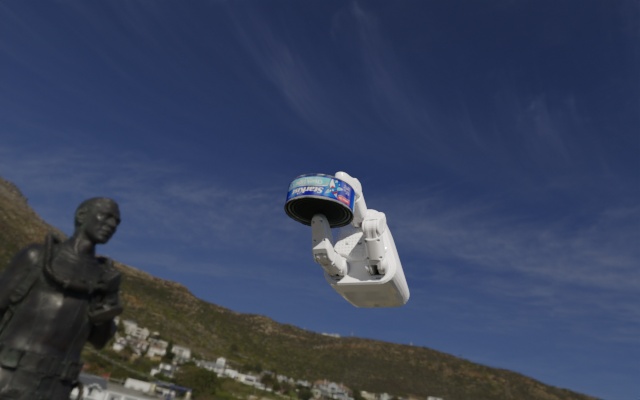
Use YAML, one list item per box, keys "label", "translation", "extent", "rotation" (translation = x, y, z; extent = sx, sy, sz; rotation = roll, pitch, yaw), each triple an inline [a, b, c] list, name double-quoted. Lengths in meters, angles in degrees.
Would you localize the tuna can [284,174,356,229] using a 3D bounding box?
- label: "tuna can"
  translation: [0.000, 0.001, 0.588]
  extent: [0.086, 0.033, 0.086]
  rotation: [7, -26, 4]
